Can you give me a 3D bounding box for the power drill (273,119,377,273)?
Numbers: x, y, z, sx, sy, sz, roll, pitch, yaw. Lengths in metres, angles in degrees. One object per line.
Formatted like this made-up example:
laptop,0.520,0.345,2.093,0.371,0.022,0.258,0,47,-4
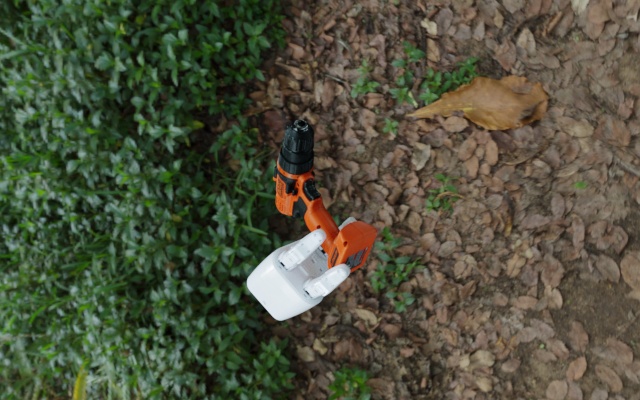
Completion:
power drill,0.000,0.003,0.669,0.057,0.187,0.185,-24,-30,-23
